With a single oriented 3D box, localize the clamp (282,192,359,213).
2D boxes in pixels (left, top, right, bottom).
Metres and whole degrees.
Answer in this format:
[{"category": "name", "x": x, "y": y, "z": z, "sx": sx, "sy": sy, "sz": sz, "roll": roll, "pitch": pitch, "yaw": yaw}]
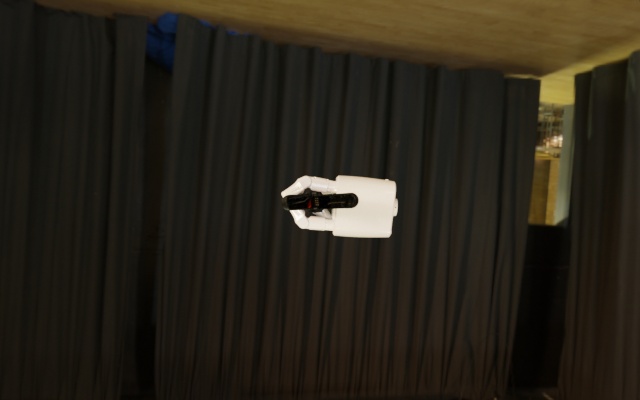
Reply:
[{"category": "clamp", "x": 0.000, "y": 0.003, "z": 0.811, "sx": 0.120, "sy": 0.039, "sz": 0.171, "roll": 4, "pitch": 1, "yaw": 0}]
